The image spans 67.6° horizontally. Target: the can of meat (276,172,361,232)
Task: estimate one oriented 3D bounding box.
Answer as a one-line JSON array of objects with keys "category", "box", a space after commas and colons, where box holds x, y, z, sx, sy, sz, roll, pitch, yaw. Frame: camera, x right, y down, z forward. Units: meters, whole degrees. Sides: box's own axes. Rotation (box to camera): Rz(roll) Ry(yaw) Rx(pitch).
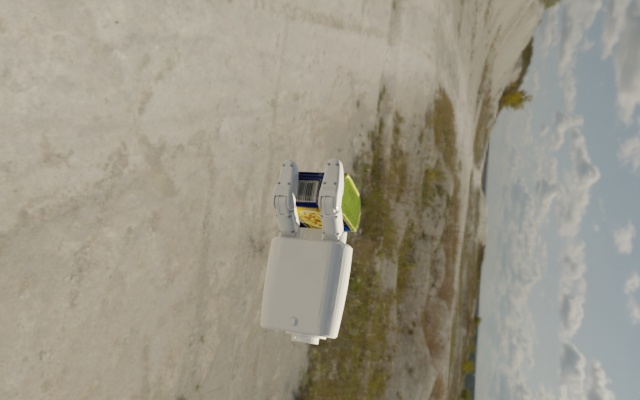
[{"category": "can of meat", "box": [0.000, 0.002, 0.602, 0.084, 0.057, 0.102, 4, -20, 19]}]
